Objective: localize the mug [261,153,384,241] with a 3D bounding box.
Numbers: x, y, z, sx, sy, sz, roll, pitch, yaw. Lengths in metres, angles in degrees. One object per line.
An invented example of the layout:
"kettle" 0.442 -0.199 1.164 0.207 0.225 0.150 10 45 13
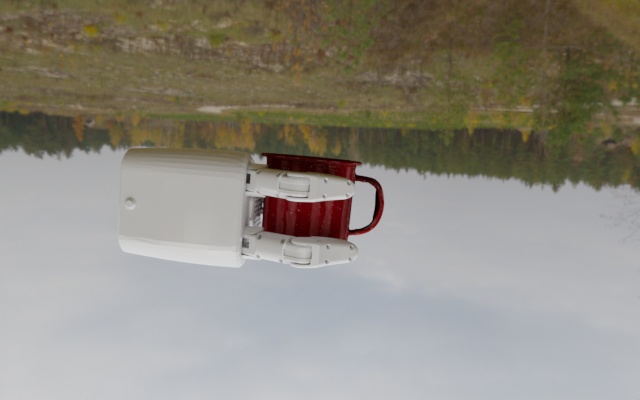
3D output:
"mug" 0.001 0.002 0.443 0.117 0.081 0.093 6 6 3
